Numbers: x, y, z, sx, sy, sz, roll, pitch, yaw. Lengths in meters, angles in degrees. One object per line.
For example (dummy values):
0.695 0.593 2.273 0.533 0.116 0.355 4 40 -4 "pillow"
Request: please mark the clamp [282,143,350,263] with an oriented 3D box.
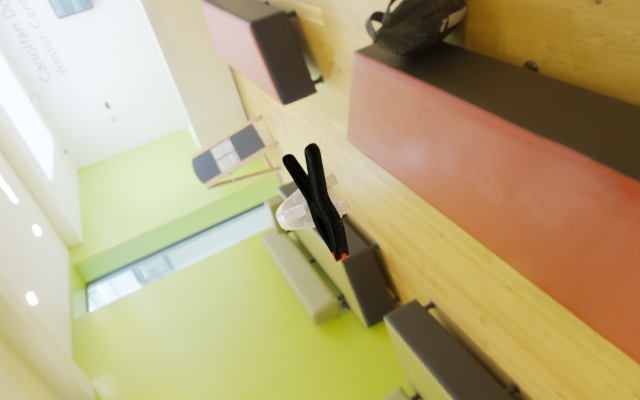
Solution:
0.000 0.003 0.796 0.036 0.210 0.164 -25 0 -16 "clamp"
